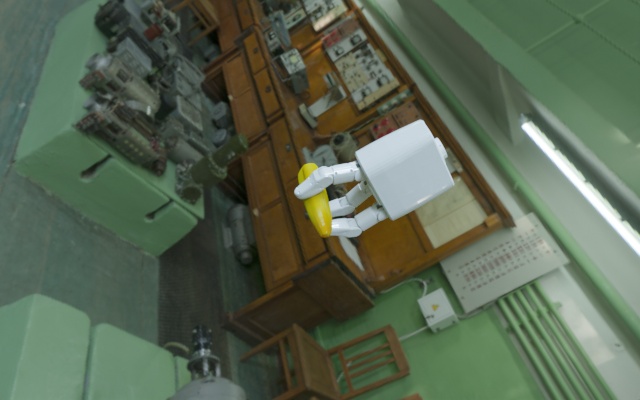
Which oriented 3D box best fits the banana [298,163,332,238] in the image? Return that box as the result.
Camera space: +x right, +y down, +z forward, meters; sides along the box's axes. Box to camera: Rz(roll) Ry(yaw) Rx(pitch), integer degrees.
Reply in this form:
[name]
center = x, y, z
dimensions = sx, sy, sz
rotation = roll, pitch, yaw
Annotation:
[banana]
center = -0.008, -0.014, 0.736
dimensions = 0.037, 0.070, 0.197
rotation = -25, 23, 5
